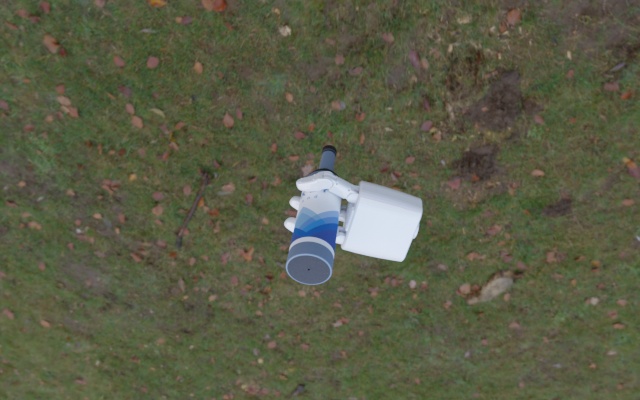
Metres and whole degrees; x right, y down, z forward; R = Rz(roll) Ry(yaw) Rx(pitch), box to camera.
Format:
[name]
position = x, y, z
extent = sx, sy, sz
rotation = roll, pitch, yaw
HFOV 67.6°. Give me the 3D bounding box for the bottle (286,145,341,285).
[bottle]
position = 0.000, 0.003, 0.786
extent = 0.069, 0.069, 0.295
rotation = 0, 41, 9
